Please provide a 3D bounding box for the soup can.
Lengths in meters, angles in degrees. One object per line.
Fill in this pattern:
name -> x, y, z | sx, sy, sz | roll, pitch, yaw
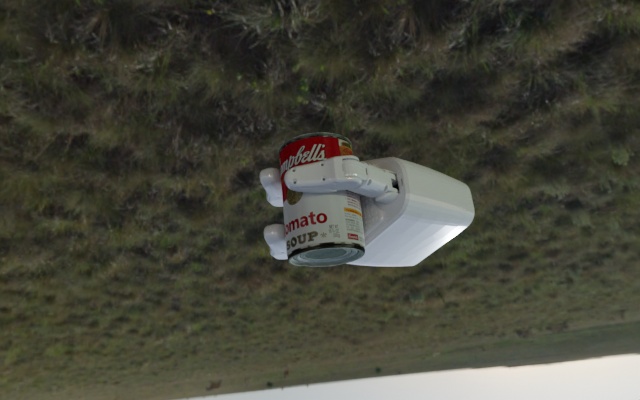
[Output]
soup can -> 0.000, 0.002, 0.418 | 0.068, 0.102, 0.068 | -5, -20, -2
